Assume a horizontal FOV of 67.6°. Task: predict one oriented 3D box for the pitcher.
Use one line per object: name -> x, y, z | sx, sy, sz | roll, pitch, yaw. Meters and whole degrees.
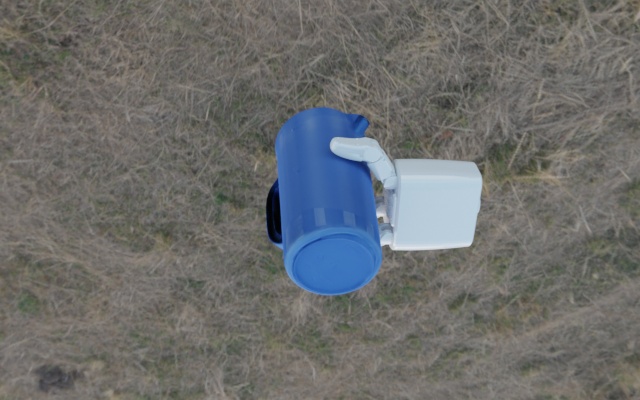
pitcher -> 0.000, 0.002, 0.611 | 0.145, 0.149, 0.242 | 1, 39, -4
